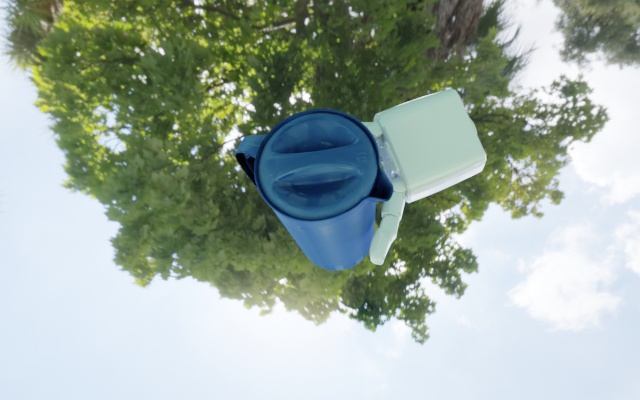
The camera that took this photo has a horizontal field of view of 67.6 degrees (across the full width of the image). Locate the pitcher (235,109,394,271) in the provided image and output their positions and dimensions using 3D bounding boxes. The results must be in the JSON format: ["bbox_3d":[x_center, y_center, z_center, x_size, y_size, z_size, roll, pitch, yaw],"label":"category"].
[{"bbox_3d":[0.000,0.002,0.602,0.145,0.149,0.243,-24,-25,-3],"label":"pitcher"}]
